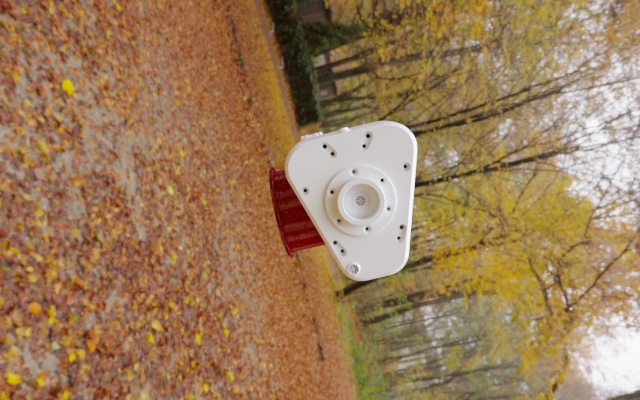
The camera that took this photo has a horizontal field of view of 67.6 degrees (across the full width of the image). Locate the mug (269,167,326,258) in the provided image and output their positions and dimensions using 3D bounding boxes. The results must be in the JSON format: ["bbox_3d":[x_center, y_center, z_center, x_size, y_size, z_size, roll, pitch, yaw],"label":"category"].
[{"bbox_3d":[0.000,0.001,0.490,0.081,0.093,0.117,-13,8,3],"label":"mug"}]
